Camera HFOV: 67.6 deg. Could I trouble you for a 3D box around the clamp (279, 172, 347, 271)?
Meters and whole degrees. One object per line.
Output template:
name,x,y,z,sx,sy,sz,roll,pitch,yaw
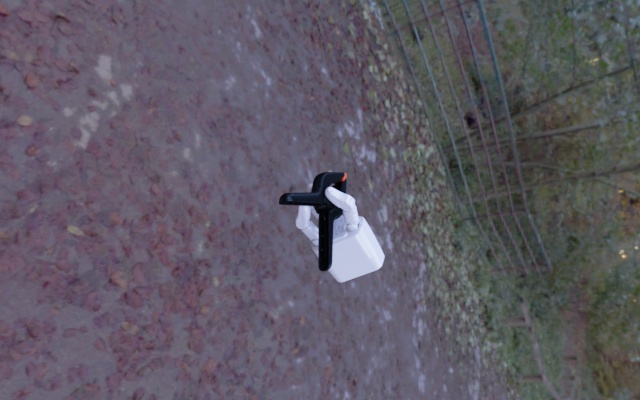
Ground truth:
clamp,0.001,0.003,0.888,0.036,0.165,0.209,-13,35,32
